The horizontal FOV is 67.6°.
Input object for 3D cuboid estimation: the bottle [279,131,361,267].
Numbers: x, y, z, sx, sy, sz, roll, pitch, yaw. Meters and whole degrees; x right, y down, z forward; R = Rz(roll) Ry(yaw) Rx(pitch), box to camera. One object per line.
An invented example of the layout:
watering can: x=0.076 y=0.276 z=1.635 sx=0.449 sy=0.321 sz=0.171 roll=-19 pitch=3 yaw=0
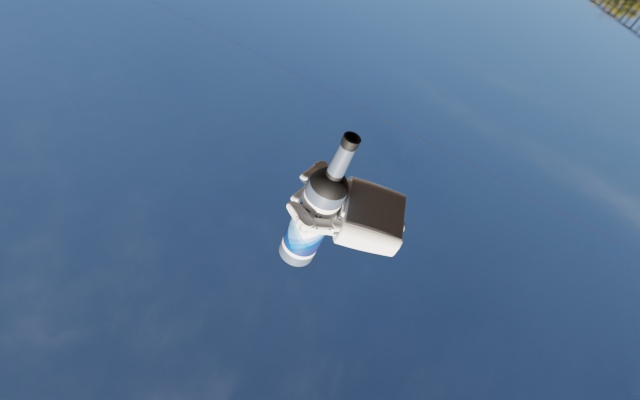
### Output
bottle: x=0.000 y=0.003 z=0.793 sx=0.069 sy=0.069 sz=0.296 roll=0 pitch=-40 yaw=-24
